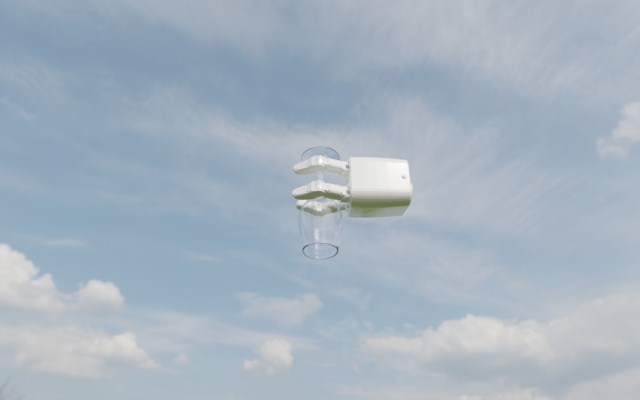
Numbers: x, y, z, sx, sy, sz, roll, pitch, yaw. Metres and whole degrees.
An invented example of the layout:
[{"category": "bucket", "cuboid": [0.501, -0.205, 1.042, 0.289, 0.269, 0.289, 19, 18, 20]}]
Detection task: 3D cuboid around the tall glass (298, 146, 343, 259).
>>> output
[{"category": "tall glass", "cuboid": [0.000, 0.002, 0.863, 0.079, 0.201, 0.079, 0, -33, 0]}]
